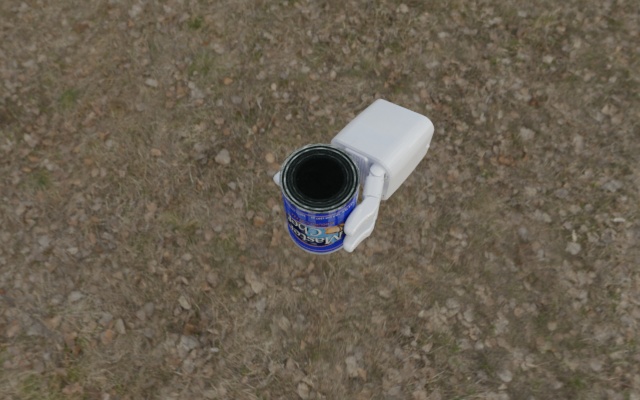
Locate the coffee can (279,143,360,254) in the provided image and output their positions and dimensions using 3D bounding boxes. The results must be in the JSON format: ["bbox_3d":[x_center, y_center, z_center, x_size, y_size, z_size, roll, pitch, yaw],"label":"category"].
[{"bbox_3d":[0.000,0.002,0.661,0.103,0.102,0.140,0,-27,1],"label":"coffee can"}]
